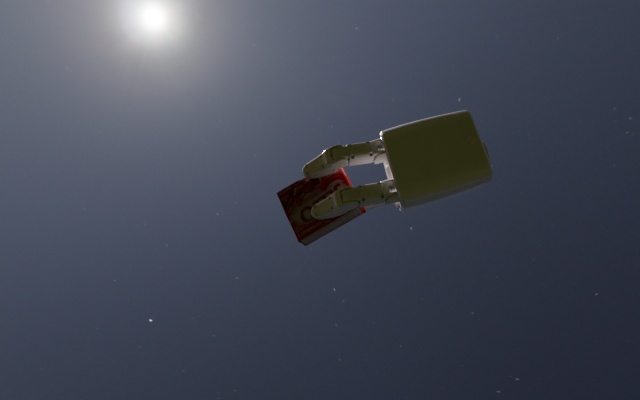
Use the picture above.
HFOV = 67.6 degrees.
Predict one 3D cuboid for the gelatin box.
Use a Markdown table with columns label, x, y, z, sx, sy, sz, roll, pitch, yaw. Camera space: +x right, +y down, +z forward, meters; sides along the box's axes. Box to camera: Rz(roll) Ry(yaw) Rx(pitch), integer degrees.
| label | x | y | z | sx | sy | sz | roll | pitch | yaw |
| --- | --- | --- | --- | --- | --- | --- | --- | --- | --- |
| gelatin box | 0.000 | 0.002 | 0.587 | 0.089 | 0.073 | 0.030 | -30 | -26 | 8 |
